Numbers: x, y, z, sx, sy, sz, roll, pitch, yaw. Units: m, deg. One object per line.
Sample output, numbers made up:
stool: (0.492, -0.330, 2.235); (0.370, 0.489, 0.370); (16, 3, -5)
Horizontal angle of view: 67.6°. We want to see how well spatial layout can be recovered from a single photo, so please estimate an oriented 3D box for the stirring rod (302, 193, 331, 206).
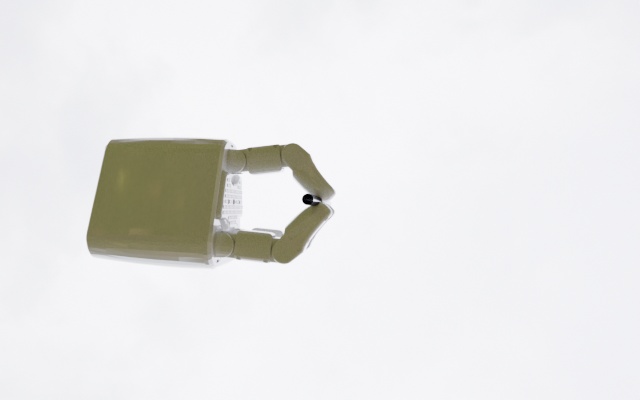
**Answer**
stirring rod: (0.000, 0.001, 0.442); (0.011, 0.011, 0.239); (0, -1, 4)
